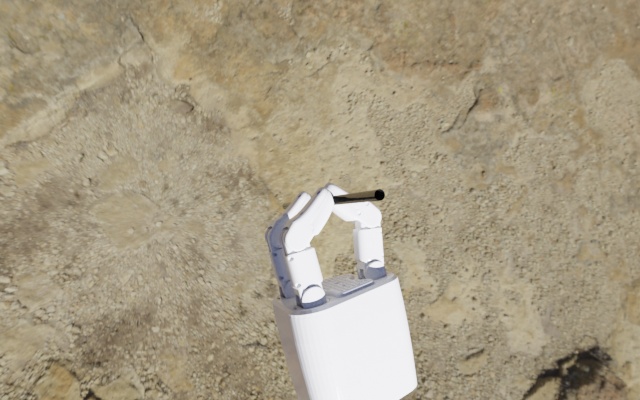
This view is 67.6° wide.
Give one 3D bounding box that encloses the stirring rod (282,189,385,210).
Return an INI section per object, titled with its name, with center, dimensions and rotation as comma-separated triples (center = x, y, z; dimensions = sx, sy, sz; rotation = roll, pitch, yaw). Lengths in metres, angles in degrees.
[stirring rod]
center = 0.000, 0.001, 0.437
dimensions = 0.011, 0.011, 0.239
rotation = 0, -2, -19
